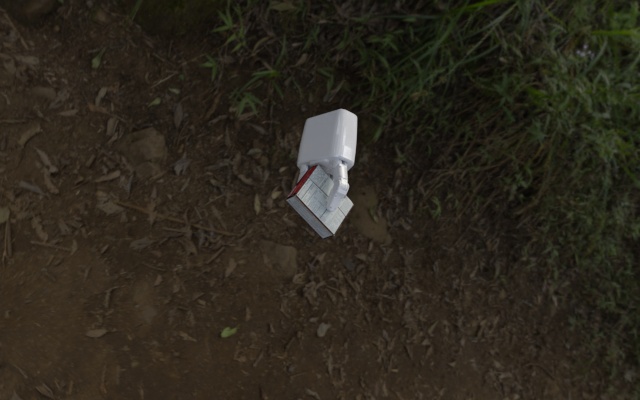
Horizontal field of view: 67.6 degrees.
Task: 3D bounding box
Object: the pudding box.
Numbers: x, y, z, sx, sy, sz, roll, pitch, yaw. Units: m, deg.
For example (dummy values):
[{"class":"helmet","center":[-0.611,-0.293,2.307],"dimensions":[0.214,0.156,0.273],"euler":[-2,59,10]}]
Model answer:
[{"class":"pudding box","center":[0.000,0.003,0.898],"dimensions":[0.039,0.113,0.090],"euler":[-24,25,52]}]
